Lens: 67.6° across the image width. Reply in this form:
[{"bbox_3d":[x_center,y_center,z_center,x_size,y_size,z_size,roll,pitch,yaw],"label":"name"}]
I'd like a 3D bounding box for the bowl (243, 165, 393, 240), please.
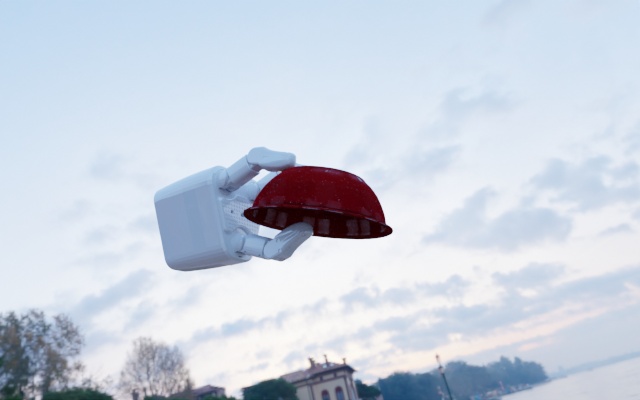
[{"bbox_3d":[0.001,0.001,0.520,0.162,0.055,0.162,7,-13,2],"label":"bowl"}]
